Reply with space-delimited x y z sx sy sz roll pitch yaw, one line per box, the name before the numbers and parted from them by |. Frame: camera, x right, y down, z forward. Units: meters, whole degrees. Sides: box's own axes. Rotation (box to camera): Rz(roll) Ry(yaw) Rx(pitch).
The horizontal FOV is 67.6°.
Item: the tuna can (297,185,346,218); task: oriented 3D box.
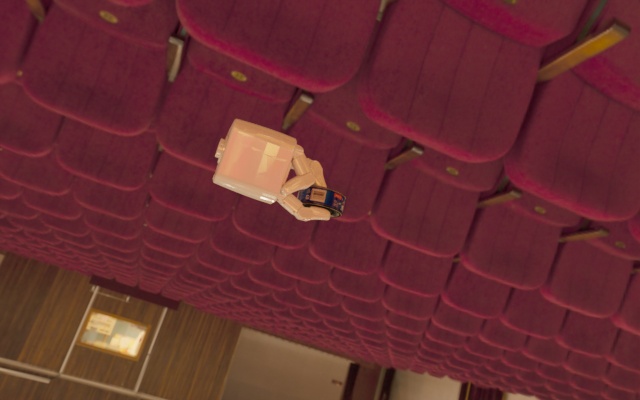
tuna can | 0.000 0.003 0.848 0.086 0.033 0.086 11 -15 3
